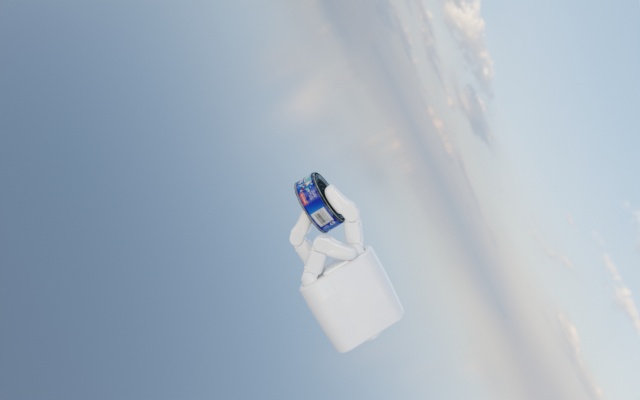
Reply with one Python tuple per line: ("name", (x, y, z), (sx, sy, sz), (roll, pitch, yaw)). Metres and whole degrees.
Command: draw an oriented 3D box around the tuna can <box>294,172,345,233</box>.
("tuna can", (0.001, 0.002, 0.687), (0.034, 0.086, 0.086), (-32, -8, 14))
